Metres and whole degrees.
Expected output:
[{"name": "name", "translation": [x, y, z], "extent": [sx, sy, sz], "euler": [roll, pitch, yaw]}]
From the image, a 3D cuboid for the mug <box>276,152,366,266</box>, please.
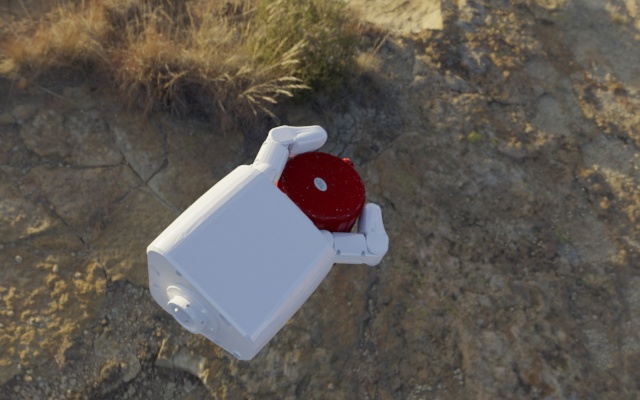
[{"name": "mug", "translation": [0.001, 0.001, 0.463], "extent": [0.093, 0.082, 0.117], "euler": [35, 52, 10]}]
